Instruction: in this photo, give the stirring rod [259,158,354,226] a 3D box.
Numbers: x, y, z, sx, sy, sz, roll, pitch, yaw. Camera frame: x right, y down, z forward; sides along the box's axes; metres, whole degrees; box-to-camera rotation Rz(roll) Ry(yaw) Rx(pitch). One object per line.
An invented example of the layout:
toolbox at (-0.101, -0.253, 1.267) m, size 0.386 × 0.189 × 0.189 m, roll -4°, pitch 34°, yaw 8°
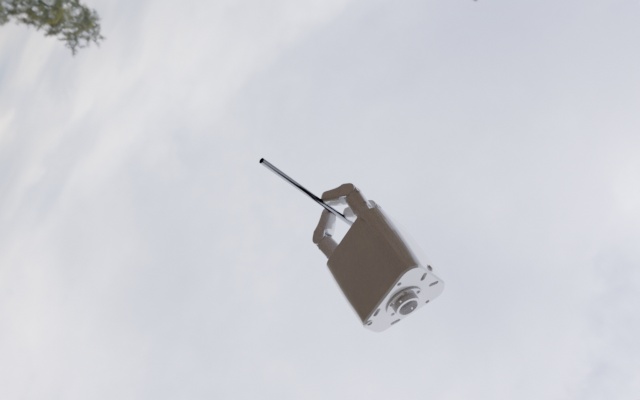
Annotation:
stirring rod at (0.000, 0.002, 0.662) m, size 0.011 × 0.011 × 0.240 m, roll 0°, pitch -25°, yaw 41°
